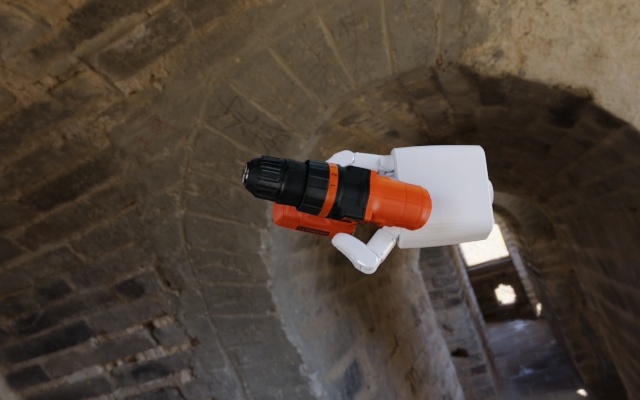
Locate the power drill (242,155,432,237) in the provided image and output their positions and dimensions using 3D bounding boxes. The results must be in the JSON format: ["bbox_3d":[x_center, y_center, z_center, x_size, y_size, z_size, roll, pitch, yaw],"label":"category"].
[{"bbox_3d":[0.000,0.002,0.516,0.184,0.057,0.187,13,-9,-13],"label":"power drill"}]
